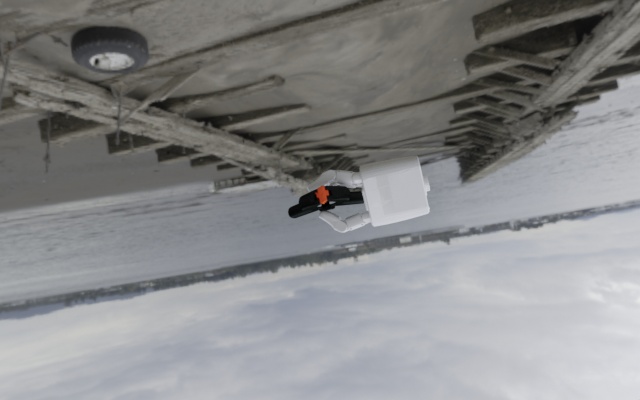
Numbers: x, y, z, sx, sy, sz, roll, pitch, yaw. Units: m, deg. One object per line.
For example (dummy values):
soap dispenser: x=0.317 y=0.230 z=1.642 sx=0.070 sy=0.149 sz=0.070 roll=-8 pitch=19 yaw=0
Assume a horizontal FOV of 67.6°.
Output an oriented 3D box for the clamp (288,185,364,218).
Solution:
clamp: x=0.000 y=0.004 z=0.892 sx=0.164 sy=0.036 sz=0.210 roll=-14 pitch=-7 yaw=9
